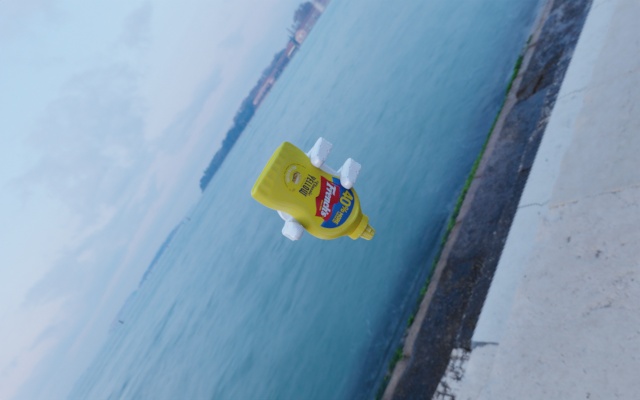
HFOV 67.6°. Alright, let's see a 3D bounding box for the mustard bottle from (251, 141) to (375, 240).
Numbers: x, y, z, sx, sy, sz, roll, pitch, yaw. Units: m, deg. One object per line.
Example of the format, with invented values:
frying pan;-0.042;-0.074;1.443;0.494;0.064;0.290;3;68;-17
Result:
mustard bottle;0.000;0.002;0.709;0.191;0.096;0.058;33;-25;-12
